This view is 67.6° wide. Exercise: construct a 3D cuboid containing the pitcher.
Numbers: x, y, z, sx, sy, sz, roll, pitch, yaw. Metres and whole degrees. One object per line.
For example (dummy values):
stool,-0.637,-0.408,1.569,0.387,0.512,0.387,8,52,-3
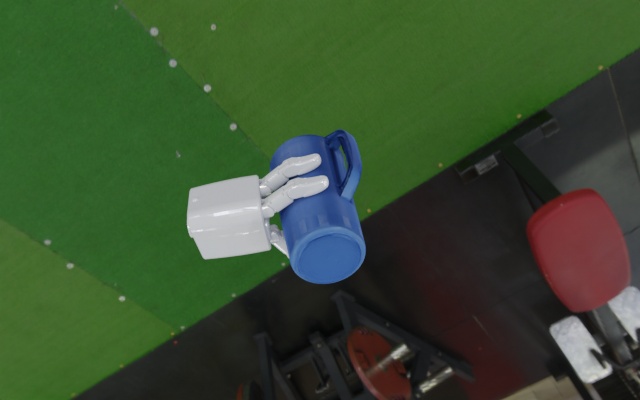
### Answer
pitcher,0.000,0.003,0.747,0.145,0.149,0.242,-9,38,-4
